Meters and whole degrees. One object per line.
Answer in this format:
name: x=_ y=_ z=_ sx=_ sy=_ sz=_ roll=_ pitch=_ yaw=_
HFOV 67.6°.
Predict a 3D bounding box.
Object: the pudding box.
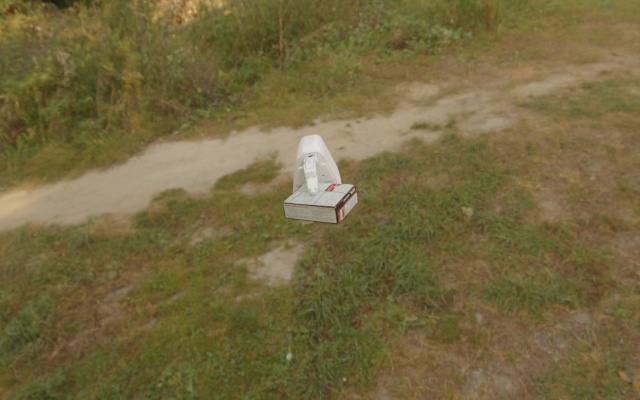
pudding box: x=0.000 y=0.003 z=0.877 sx=0.113 sy=0.039 sz=0.090 roll=3 pitch=30 yaw=29
